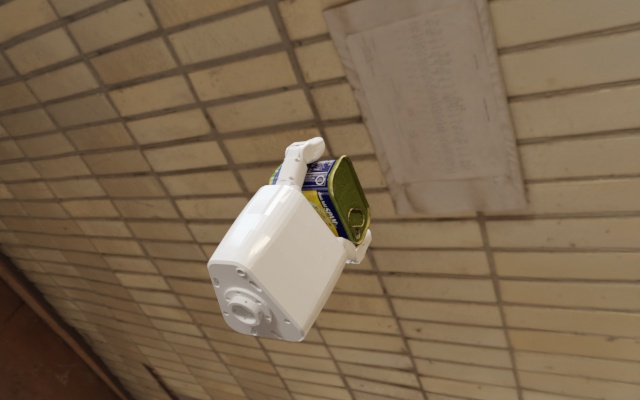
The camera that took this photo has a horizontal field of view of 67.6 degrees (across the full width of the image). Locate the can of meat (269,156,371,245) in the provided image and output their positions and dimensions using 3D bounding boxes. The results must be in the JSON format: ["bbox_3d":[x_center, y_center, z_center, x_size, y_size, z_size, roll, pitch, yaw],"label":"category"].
[{"bbox_3d":[0.000,0.002,0.545,0.084,0.102,0.057,-2,42,30],"label":"can of meat"}]
